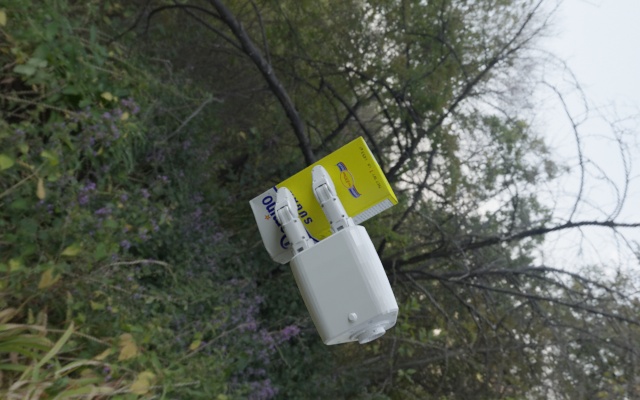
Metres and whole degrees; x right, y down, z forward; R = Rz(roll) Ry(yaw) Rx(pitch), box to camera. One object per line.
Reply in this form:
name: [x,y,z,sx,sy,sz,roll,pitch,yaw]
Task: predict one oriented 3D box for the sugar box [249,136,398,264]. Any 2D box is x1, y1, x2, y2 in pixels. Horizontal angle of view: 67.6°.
sugar box: [0.000,0.002,0.621,0.176,0.093,0.048,-29,-25,10]
